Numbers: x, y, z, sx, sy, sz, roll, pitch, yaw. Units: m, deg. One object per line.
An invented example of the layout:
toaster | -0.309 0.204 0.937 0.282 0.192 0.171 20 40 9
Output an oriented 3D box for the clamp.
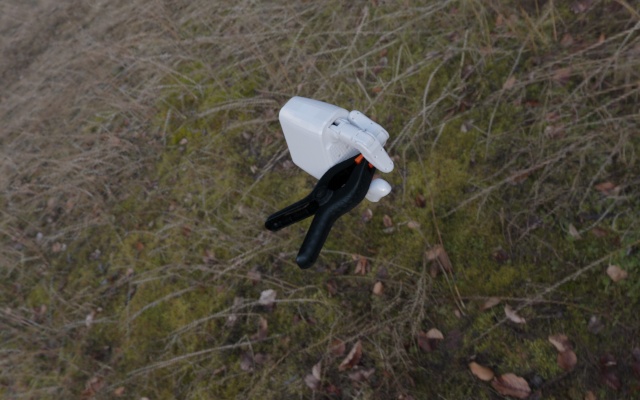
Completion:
clamp | 0.000 0.002 0.630 0.120 0.171 0.039 30 -17 45
